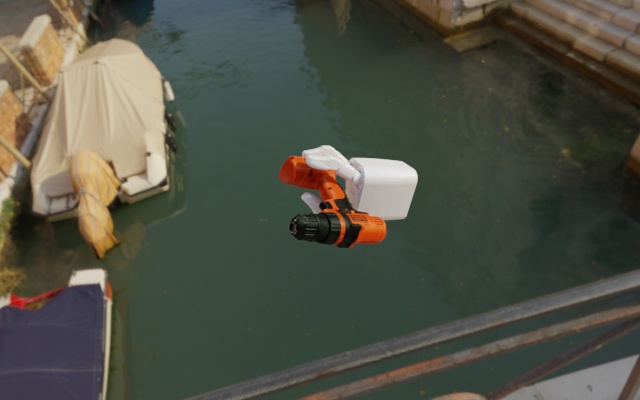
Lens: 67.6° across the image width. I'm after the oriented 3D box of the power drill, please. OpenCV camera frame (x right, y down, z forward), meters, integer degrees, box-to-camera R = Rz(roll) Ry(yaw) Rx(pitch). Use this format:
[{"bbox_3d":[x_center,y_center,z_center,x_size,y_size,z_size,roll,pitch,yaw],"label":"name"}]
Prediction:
[{"bbox_3d":[0.000,0.002,0.800,0.184,0.057,0.187,7,37,-39],"label":"power drill"}]
